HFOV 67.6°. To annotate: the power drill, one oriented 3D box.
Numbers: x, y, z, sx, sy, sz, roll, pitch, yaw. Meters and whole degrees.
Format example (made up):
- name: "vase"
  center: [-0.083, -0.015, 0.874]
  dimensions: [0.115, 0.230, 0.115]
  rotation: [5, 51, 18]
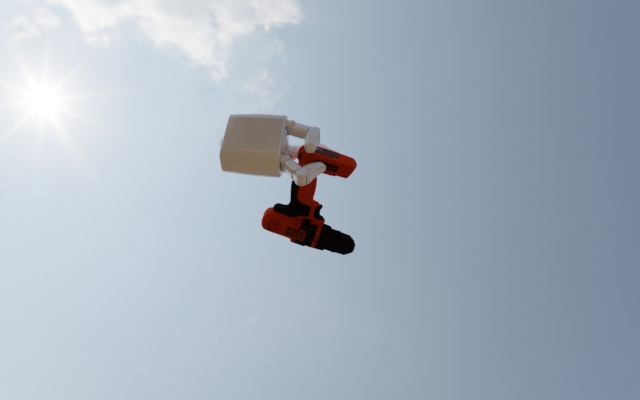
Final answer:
- name: "power drill"
  center: [0.000, 0.002, 0.876]
  dimensions: [0.184, 0.188, 0.057]
  rotation: [18, 22, -6]
